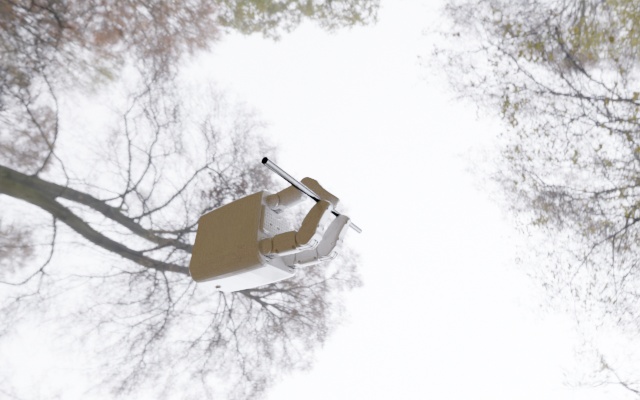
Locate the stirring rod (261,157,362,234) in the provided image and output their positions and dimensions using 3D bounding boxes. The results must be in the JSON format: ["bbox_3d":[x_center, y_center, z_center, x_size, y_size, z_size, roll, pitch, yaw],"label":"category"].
[{"bbox_3d":[0.000,0.002,0.562,0.011,0.011,0.240,0,-20,29],"label":"stirring rod"}]
